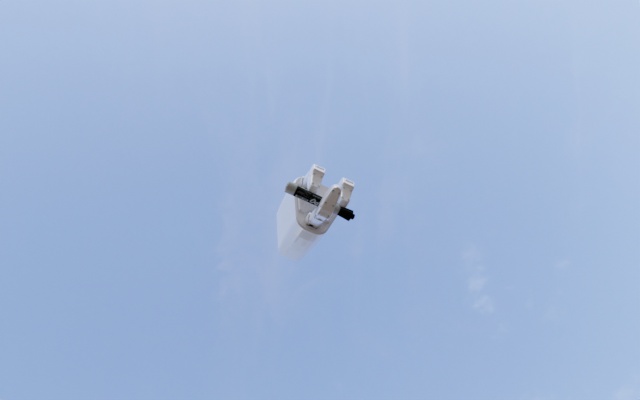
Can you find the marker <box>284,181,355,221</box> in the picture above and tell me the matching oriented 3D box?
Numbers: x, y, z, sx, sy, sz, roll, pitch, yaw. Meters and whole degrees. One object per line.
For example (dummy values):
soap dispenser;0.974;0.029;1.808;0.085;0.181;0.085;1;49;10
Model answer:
marker;0.000;0.002;0.762;0.121;0.020;0.020;25;-5;-11
